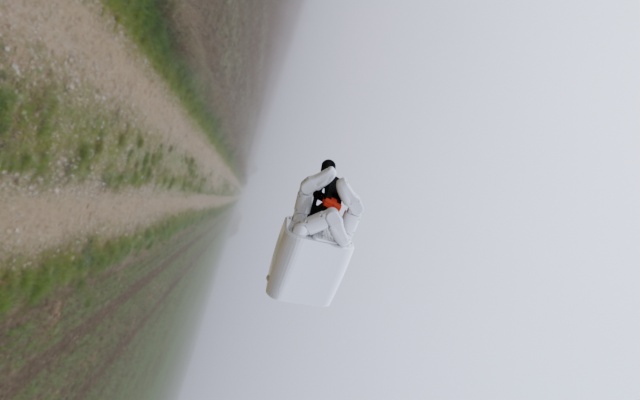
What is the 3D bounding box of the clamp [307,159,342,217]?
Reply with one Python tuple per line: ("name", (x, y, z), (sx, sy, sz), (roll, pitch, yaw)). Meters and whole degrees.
("clamp", (0.001, 0.003, 0.783), (0.039, 0.120, 0.171), (18, 14, -8))
